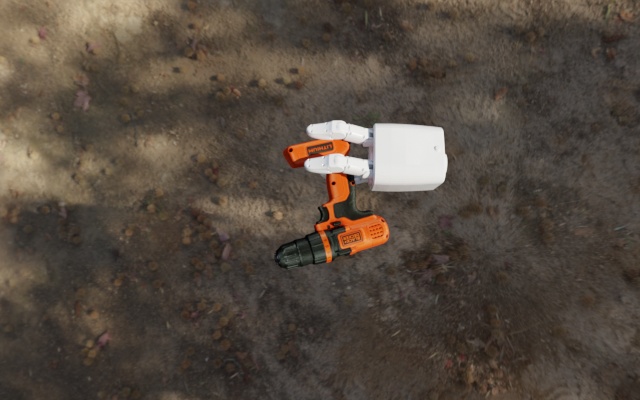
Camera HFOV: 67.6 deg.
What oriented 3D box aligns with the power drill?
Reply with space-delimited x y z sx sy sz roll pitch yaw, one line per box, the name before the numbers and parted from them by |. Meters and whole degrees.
power drill | 0.000 0.002 0.747 0.184 0.187 0.057 -15 -1 -14
